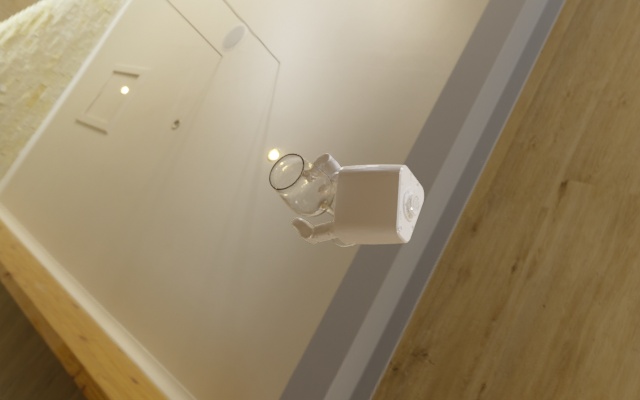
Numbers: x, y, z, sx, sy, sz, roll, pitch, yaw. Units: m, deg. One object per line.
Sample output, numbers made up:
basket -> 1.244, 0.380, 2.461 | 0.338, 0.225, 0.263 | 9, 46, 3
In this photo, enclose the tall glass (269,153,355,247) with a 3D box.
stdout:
tall glass -> 0.000, 0.003, 0.769 | 0.079, 0.079, 0.201 | 0, -27, 35
